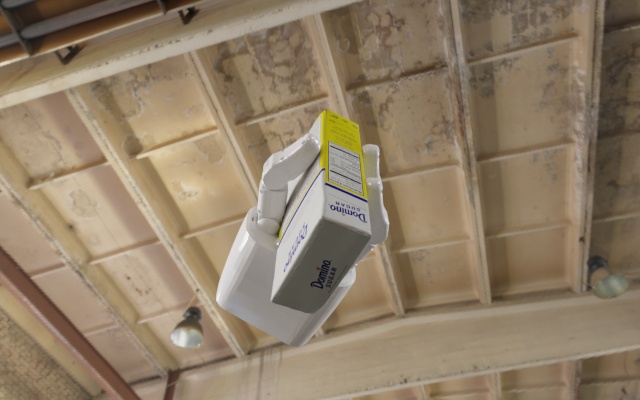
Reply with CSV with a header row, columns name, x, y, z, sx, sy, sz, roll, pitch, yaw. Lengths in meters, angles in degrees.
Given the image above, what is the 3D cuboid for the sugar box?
name,x,y,z,sx,sy,sz,roll,pitch,yaw
sugar box,0.001,0.002,0.412,0.048,0.093,0.176,21,33,-16
